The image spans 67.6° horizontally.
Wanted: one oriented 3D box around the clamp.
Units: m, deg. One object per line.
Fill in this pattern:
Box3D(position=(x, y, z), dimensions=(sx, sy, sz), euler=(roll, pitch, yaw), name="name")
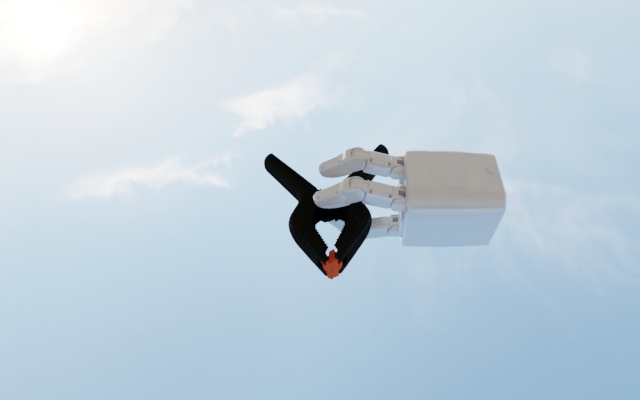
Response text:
Box3D(position=(0.000, 0.003, 0.572), dimensions=(0.164, 0.036, 0.209), euler=(-1, 43, 8), name="clamp")
